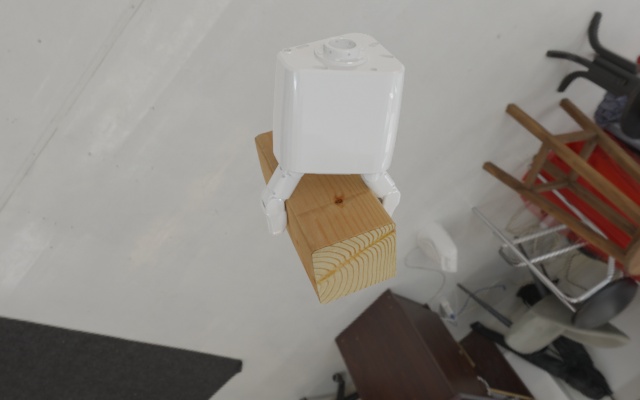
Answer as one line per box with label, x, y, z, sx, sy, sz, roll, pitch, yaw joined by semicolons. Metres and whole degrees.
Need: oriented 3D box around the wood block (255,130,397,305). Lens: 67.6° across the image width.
wood block;0.000;0.002;0.553;0.091;0.090;0.206;-19;45;-10
